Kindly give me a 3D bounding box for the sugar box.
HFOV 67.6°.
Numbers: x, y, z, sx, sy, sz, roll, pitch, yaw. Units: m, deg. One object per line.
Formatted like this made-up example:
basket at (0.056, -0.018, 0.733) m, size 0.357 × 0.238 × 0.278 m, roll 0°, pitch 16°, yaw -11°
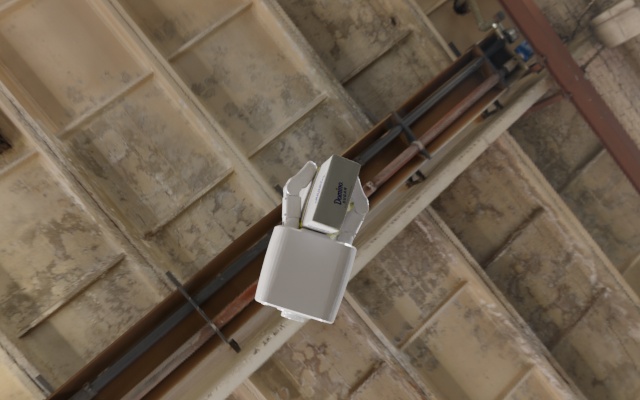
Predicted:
sugar box at (0.001, 0.003, 0.674) m, size 0.048 × 0.093 × 0.176 m, roll 21°, pitch -12°, yaw -13°
